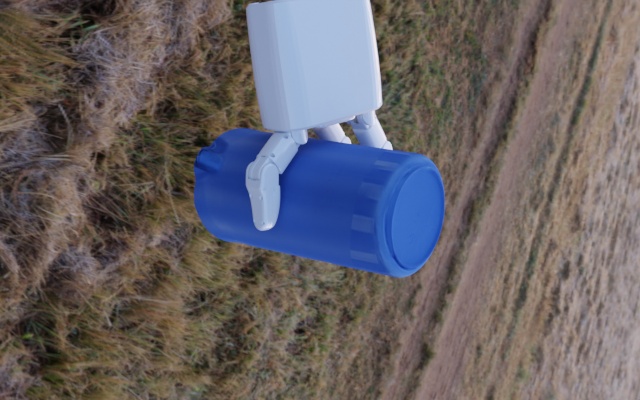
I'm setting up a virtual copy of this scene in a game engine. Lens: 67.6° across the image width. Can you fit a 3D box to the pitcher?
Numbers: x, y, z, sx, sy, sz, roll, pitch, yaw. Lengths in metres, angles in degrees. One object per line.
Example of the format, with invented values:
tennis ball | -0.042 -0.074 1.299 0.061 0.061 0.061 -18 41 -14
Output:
pitcher | 0.000 0.001 0.489 0.243 0.145 0.149 11 29 41
